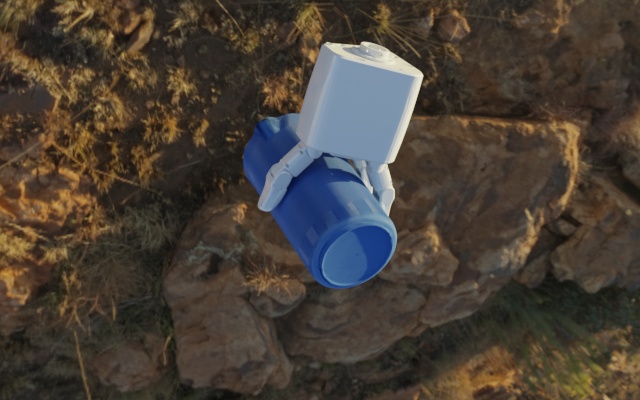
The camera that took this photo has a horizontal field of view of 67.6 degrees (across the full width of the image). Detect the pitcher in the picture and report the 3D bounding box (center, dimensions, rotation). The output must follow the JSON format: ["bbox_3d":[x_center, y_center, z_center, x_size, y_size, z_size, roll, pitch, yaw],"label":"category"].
[{"bbox_3d":[0.000,0.002,0.622,0.149,0.145,0.242,2,33,-28],"label":"pitcher"}]
